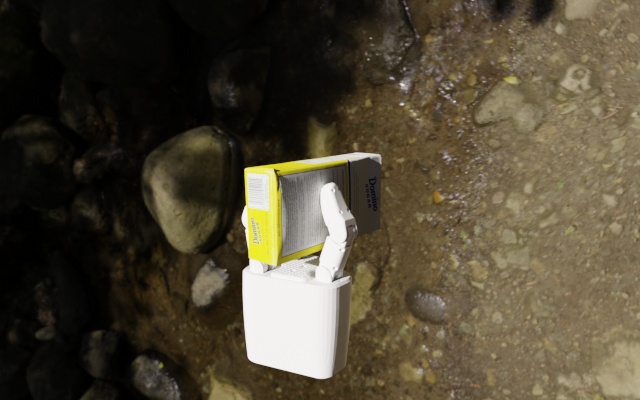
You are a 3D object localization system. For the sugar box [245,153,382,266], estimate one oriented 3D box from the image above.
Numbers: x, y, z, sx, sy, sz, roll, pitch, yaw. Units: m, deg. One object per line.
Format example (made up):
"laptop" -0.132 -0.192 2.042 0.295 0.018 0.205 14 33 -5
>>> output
"sugar box" 0.000 0.002 0.513 0.048 0.093 0.176 8 14 38
